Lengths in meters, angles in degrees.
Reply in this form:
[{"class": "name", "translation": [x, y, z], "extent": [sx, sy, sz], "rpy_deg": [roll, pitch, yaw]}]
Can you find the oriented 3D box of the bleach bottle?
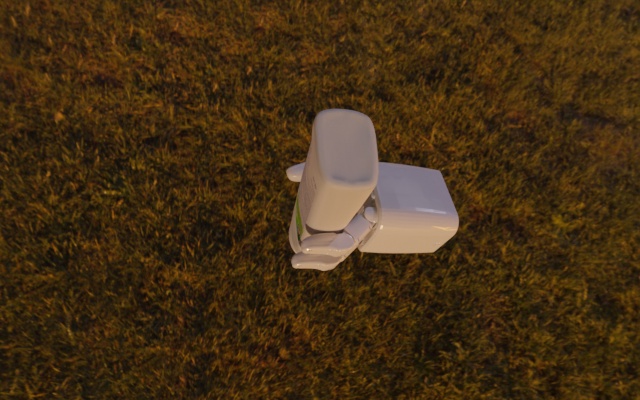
[{"class": "bleach bottle", "translation": [0.000, 0.002, 0.592], "extent": [0.068, 0.102, 0.251], "rpy_deg": [3, -27, -13]}]
